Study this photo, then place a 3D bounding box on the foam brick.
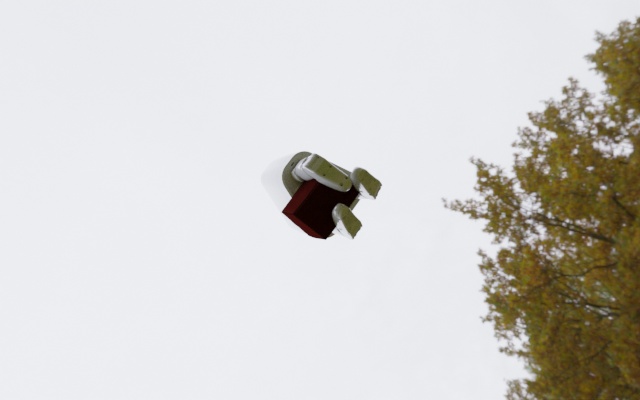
[{"bbox_3d":[0.000,0.002,0.582,0.053,0.078,0.051,42,-15,-18],"label":"foam brick"}]
